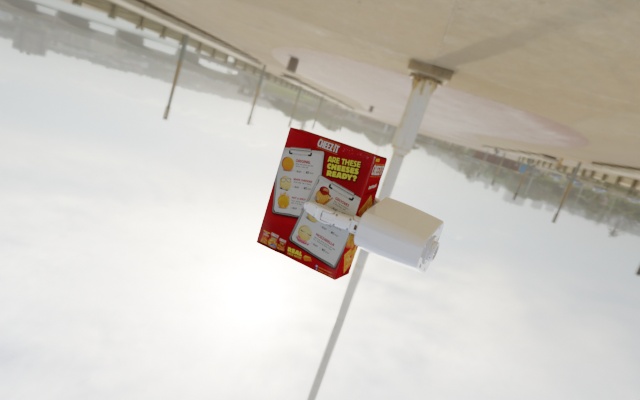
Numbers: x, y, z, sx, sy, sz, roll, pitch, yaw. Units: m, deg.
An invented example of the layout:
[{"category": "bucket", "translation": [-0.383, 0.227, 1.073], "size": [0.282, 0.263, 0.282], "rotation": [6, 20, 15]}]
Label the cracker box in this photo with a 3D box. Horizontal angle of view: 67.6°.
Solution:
[{"category": "cracker box", "translation": [0.000, 0.003, 0.814], "size": [0.164, 0.214, 0.072], "rotation": [22, 11, 23]}]
